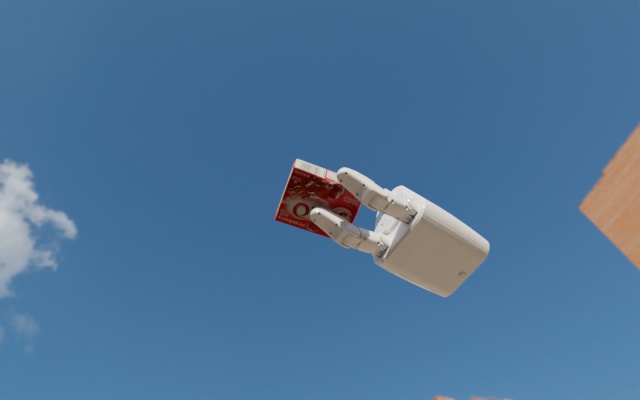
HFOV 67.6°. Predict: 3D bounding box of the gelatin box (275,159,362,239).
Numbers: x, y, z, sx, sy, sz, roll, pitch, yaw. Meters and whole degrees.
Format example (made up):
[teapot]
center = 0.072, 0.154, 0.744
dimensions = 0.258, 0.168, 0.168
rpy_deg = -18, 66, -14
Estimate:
[gelatin box]
center = 0.000, 0.002, 0.558
dimensions = 0.089, 0.073, 0.030
rpy_deg = 19, 26, -5
